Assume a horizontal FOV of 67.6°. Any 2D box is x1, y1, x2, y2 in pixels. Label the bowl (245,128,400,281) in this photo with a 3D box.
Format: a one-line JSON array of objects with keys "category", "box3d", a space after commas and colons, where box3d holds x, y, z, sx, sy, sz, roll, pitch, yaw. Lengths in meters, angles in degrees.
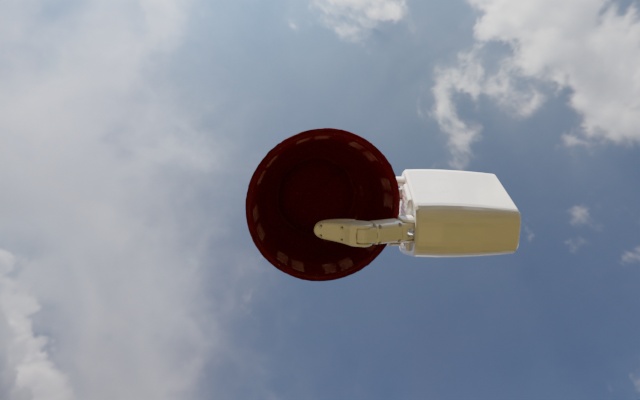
[{"category": "bowl", "box3d": [-0.001, 0.001, 0.512, 0.162, 0.162, 0.055, 0, 13, -11]}]
